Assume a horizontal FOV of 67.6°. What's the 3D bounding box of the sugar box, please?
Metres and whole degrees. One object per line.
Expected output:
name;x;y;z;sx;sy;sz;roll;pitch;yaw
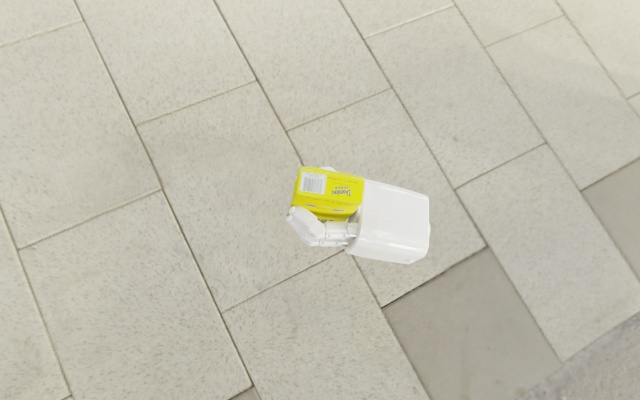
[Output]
sugar box;0.000;0.003;0.717;0.093;0.048;0.176;10;-19;-6
